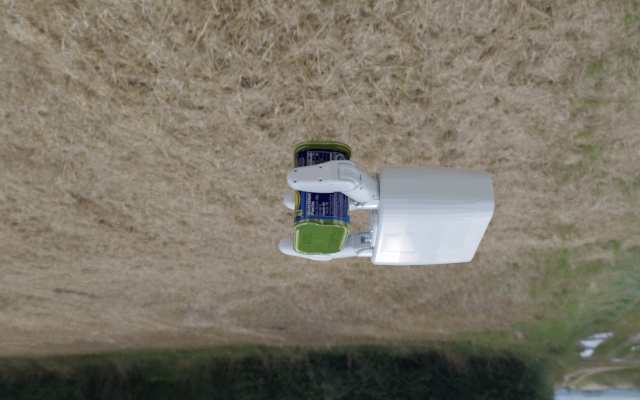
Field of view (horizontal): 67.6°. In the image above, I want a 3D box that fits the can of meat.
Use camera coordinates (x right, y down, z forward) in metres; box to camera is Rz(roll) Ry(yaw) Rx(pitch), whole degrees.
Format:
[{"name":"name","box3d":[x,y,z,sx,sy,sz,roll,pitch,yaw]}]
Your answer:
[{"name":"can of meat","box3d":[0.000,0.002,0.477,0.057,0.084,0.102,2,-23,-3]}]
